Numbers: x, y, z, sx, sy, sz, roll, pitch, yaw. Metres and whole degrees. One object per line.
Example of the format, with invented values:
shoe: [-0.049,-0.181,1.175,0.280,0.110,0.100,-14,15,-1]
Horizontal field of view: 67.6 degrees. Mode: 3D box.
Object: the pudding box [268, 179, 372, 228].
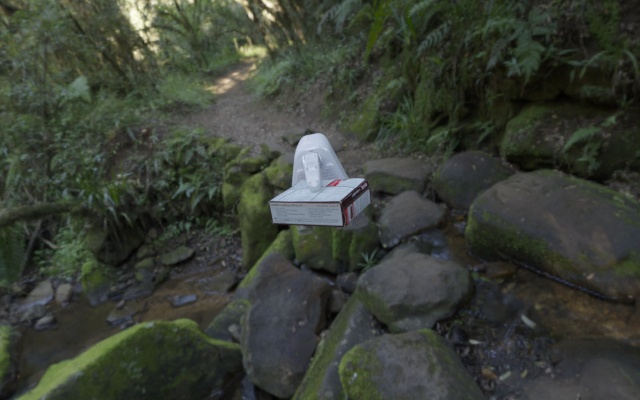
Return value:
pudding box: [0.000,0.002,0.647,0.113,0.039,0.090,-1,21,30]
